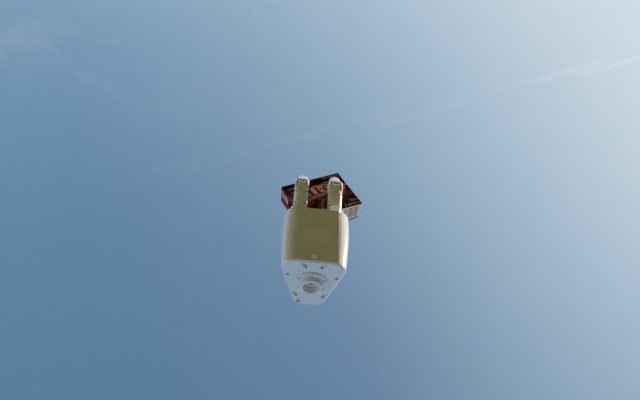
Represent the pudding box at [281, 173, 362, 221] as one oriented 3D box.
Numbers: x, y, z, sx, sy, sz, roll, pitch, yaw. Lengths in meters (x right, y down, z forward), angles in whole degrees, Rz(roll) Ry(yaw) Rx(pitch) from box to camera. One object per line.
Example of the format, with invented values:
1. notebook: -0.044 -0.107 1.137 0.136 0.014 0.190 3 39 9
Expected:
1. pudding box: 0.000 0.003 0.813 0.113 0.039 0.090 -14 45 -24
